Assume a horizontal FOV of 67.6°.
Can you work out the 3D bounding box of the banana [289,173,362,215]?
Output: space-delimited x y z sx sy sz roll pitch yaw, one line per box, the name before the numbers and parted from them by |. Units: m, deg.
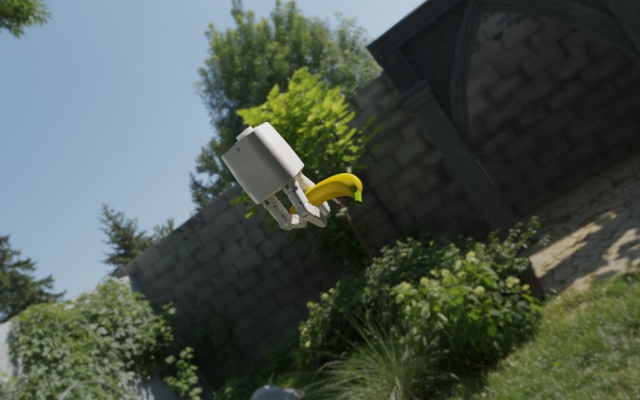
banana | 0.012 -0.011 0.838 0.198 0.037 0.069 -15 32 53
